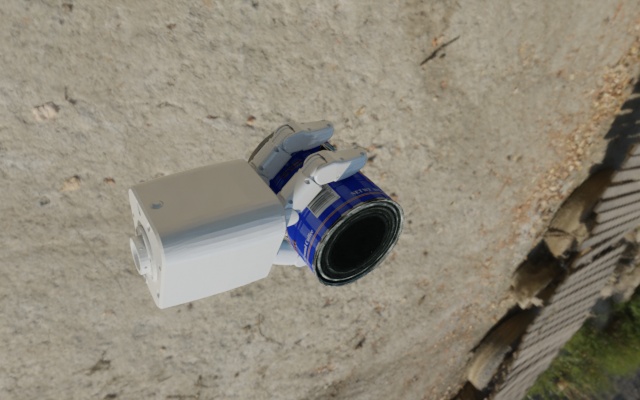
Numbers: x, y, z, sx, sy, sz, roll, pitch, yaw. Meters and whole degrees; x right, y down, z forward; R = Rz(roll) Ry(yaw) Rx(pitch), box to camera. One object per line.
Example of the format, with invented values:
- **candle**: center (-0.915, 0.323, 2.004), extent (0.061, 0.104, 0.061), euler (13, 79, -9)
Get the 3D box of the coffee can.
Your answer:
- **coffee can**: center (0.000, 0.001, 0.481), extent (0.103, 0.103, 0.140), euler (0, 34, -40)
